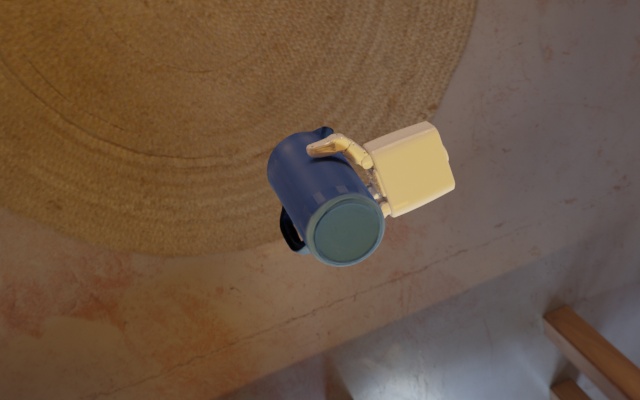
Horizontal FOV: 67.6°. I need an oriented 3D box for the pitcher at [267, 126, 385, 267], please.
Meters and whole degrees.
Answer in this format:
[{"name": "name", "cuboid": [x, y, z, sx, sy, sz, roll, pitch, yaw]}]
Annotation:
[{"name": "pitcher", "cuboid": [0.000, 0.002, 0.714, 0.145, 0.149, 0.242, -22, 29, -5]}]
